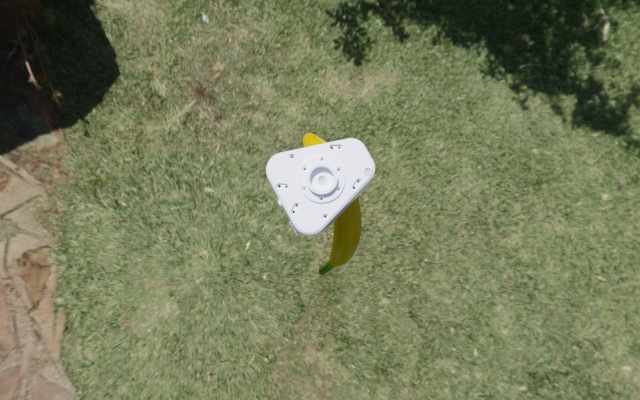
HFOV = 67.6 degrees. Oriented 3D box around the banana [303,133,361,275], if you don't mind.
[{"bbox_3d":[0.019,0.004,0.646,0.069,0.198,0.037,-6,2,11],"label":"banana"}]
